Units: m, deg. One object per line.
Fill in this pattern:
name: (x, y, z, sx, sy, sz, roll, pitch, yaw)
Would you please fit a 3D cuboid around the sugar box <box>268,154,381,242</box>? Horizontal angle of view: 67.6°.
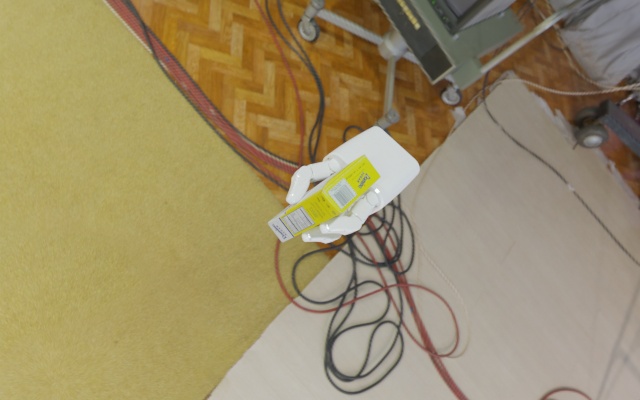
sugar box: (0.001, 0.003, 0.689, 0.093, 0.048, 0.176, -40, 3, -33)
